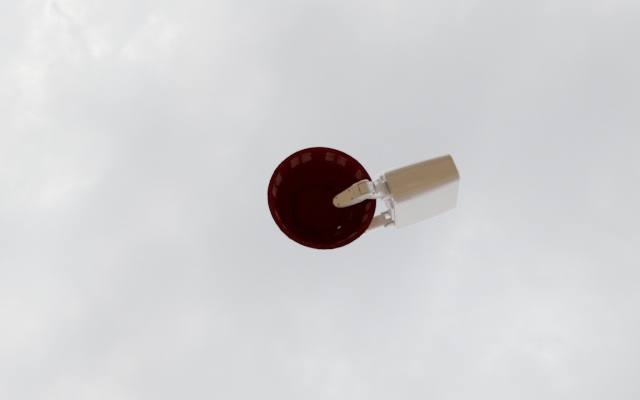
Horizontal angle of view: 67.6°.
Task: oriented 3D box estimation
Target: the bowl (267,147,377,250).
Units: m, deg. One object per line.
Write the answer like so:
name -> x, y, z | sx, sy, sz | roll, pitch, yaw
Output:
bowl -> -0.001, 0.003, 0.722 | 0.162, 0.162, 0.055 | 0, -20, -7
